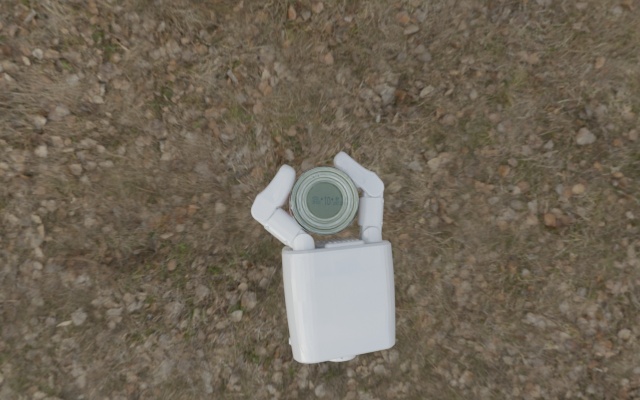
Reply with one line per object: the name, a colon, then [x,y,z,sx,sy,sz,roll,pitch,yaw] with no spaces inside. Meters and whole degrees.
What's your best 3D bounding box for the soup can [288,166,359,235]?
soup can: [0.000,0.001,0.498,0.068,0.068,0.102,0,-2,-4]
